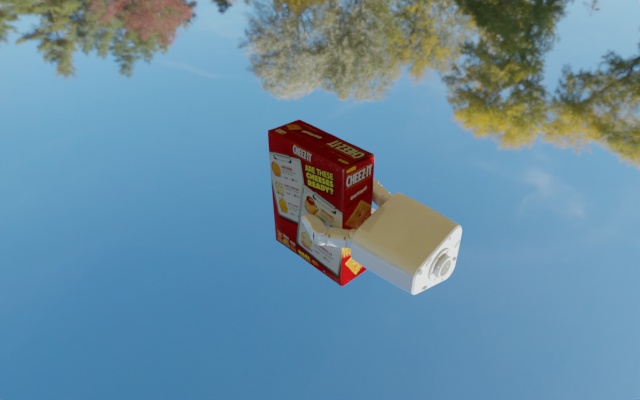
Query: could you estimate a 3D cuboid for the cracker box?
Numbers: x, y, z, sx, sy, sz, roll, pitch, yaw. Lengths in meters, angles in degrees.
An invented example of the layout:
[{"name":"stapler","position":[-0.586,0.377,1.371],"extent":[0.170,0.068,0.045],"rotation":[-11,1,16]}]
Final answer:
[{"name":"cracker box","position":[0.000,0.003,0.741],"extent":[0.072,0.214,0.164],"rotation":[-28,43,-35]}]
